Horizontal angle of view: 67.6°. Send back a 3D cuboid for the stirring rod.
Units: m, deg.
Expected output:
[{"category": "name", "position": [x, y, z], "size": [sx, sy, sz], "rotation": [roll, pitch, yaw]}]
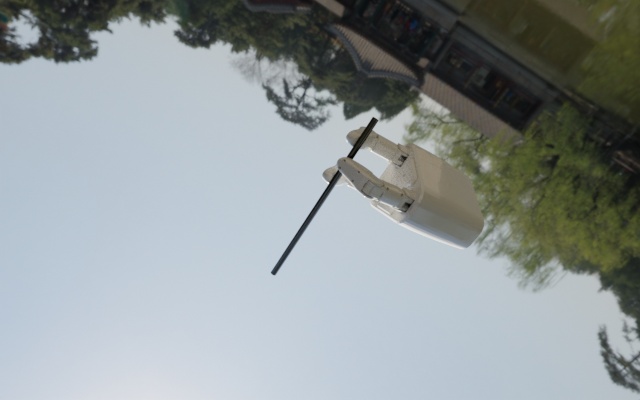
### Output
[{"category": "stirring rod", "position": [0.000, 0.002, 0.578], "size": [0.011, 0.240, 0.011], "rotation": [28, 22, -13]}]
